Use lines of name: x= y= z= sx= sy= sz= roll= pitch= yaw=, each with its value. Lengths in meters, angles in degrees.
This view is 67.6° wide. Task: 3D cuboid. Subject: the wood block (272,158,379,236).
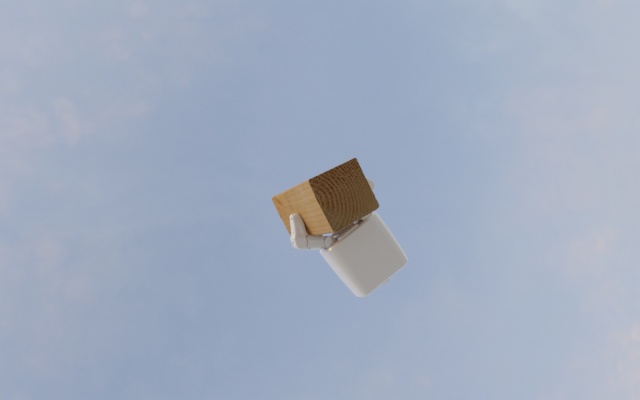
wood block: x=0.000 y=0.003 z=0.810 sx=0.091 sy=0.090 sz=0.206 roll=-28 pitch=3 yaw=-22
